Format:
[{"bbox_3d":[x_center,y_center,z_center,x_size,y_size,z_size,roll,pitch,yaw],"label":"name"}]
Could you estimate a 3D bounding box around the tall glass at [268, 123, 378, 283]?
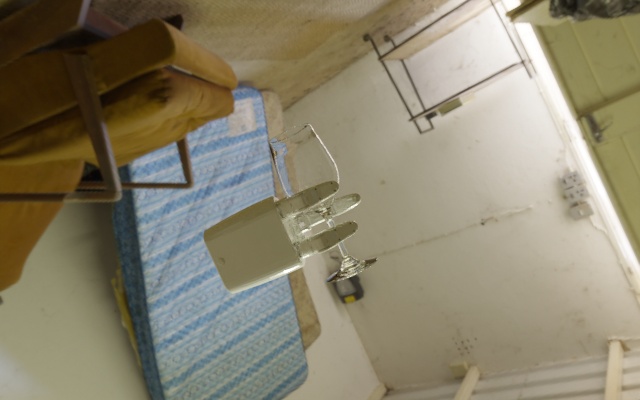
[{"bbox_3d":[0.001,0.003,0.630,0.079,0.201,0.079,-24,0,0],"label":"tall glass"}]
